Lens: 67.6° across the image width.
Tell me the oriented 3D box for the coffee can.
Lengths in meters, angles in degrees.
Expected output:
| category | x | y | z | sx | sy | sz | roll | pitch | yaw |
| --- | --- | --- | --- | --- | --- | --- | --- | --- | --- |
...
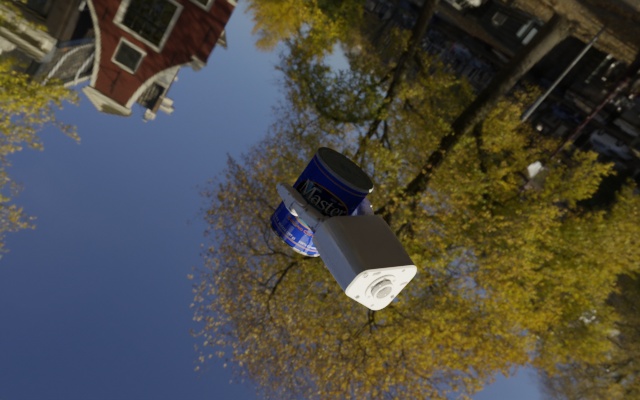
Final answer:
| category | x | y | z | sx | sy | sz | roll | pitch | yaw |
| --- | --- | --- | --- | --- | --- | --- | --- | --- | --- |
| coffee can | 0.000 | 0.002 | 0.746 | 0.103 | 0.140 | 0.102 | 31 | 22 | -14 |
